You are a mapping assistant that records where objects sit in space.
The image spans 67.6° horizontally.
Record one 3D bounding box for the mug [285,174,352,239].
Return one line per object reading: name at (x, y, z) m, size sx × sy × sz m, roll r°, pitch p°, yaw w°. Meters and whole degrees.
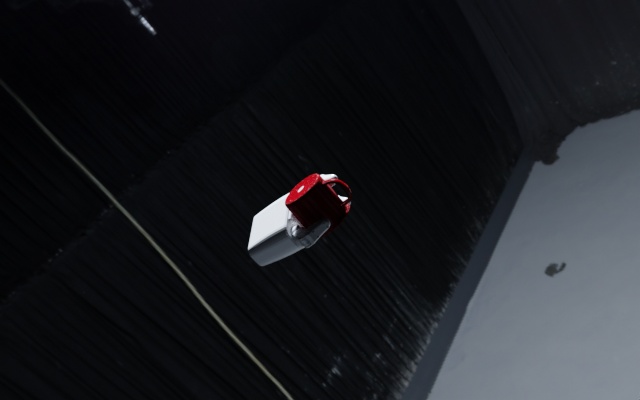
mug at (0.001, 0.002, 0.834) m, size 0.117 × 0.081 × 0.093 m, roll -31°, pitch 21°, yaw 31°
